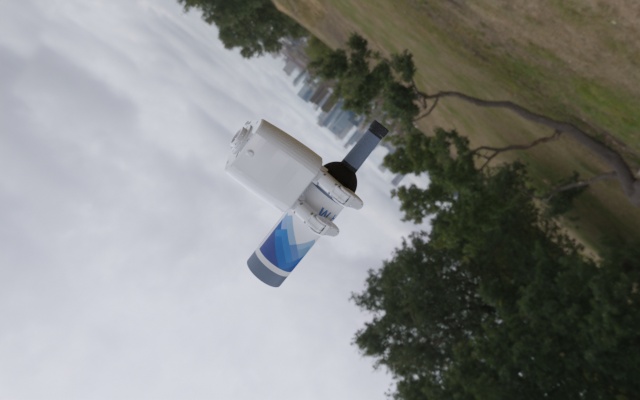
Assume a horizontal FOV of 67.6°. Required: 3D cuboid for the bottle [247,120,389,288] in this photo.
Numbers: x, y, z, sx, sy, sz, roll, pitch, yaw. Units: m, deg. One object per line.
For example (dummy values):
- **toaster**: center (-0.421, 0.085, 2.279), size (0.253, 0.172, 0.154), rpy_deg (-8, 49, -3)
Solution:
- **bottle**: center (0.000, 0.003, 0.729), size (0.069, 0.296, 0.069), rpy_deg (37, 11, -8)
